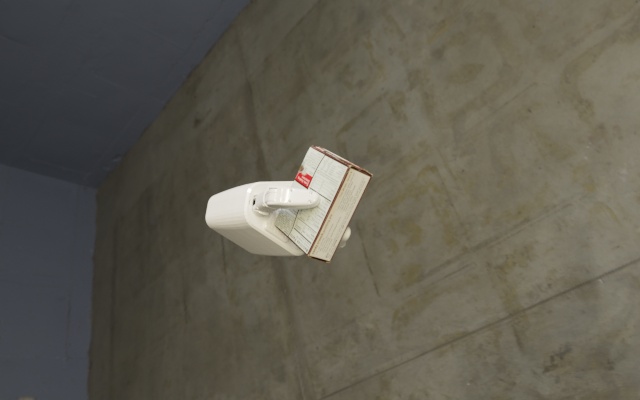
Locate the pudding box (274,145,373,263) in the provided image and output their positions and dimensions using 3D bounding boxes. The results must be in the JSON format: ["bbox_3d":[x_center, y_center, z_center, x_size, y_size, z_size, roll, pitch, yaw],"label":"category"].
[{"bbox_3d":[0.000,0.002,0.551,0.039,0.113,0.090,18,11,-37],"label":"pudding box"}]
